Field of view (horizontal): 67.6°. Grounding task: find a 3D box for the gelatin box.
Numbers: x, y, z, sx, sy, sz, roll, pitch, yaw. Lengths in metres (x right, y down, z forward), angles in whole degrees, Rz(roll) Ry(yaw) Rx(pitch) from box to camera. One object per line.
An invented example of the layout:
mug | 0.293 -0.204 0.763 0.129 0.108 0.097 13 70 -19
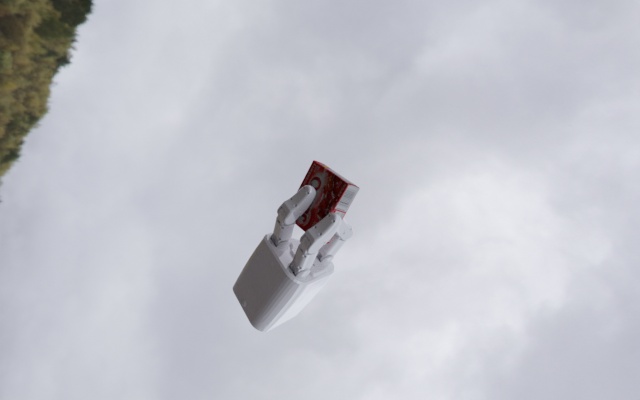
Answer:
gelatin box | 0.001 0.002 0.639 0.030 0.089 0.073 17 16 -49
